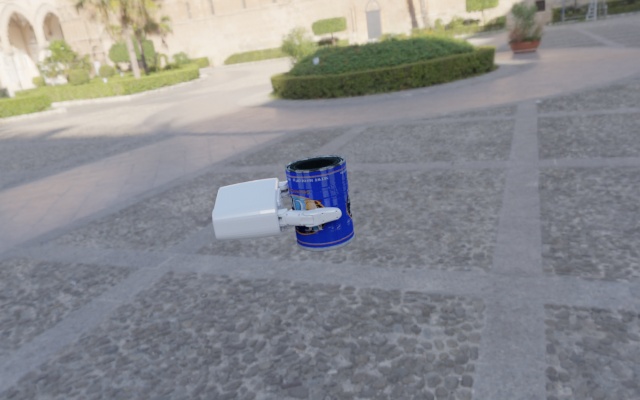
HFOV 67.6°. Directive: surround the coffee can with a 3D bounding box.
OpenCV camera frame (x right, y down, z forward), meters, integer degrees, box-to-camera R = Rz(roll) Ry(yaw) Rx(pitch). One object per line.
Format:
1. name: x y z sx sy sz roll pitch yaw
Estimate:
1. coffee can: 0.000 0.003 0.814 0.103 0.140 0.102 -7 17 2
